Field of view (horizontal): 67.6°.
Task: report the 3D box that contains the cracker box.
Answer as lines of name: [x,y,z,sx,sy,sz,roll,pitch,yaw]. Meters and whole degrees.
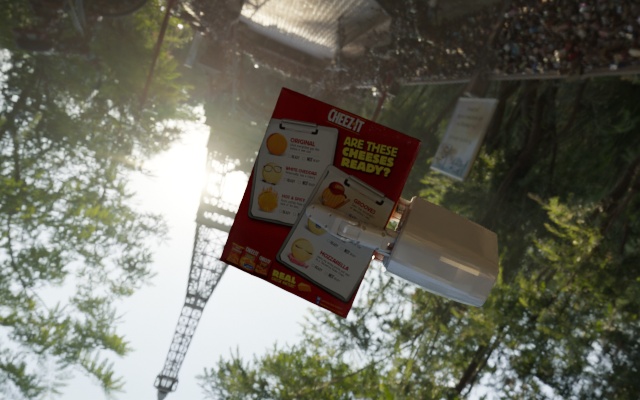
cracker box: [0.000,0.002,0.552,0.164,0.214,0.072,23,10,8]
